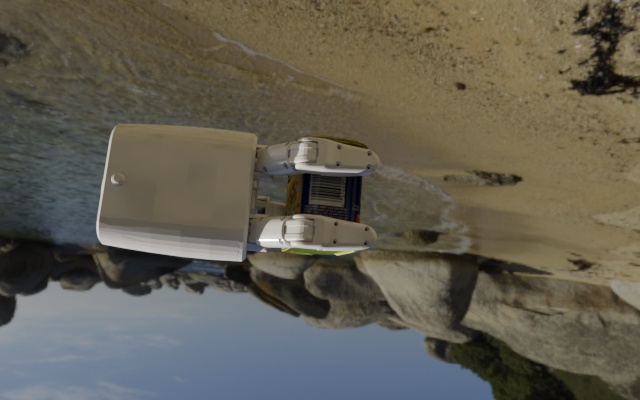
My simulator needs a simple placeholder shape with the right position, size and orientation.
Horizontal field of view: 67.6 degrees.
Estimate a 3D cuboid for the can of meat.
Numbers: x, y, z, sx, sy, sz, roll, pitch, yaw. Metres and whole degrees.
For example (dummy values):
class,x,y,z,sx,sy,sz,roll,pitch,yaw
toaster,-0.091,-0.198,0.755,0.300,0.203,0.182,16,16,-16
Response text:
class,x,y,z,sx,sy,sz,roll,pitch,yaw
can of meat,0.000,0.002,0.400,0.057,0.084,0.102,7,-11,-11
